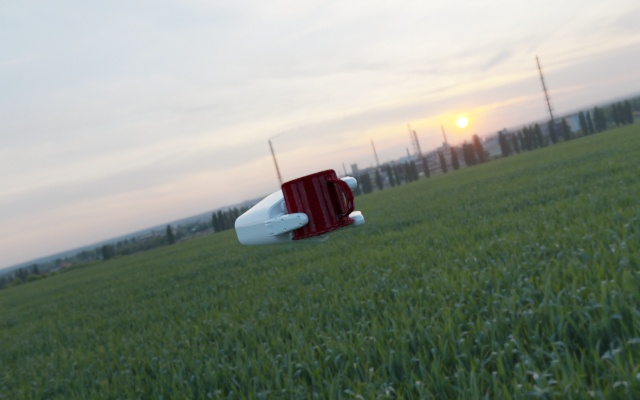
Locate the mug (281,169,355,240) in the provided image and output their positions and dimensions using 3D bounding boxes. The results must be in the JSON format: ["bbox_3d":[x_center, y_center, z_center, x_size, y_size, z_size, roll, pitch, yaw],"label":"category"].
[{"bbox_3d":[0.001,0.002,0.667,0.093,0.081,0.117,-17,1,-41],"label":"mug"}]
